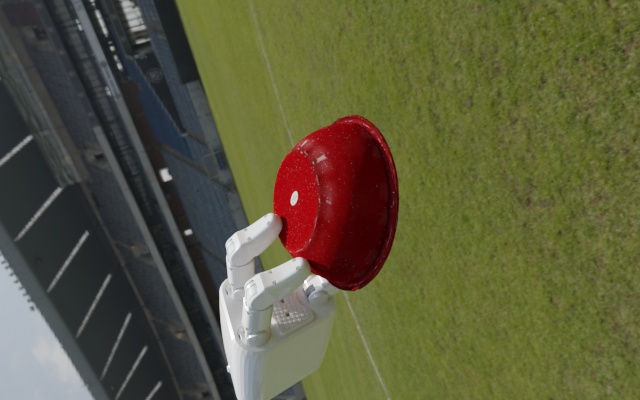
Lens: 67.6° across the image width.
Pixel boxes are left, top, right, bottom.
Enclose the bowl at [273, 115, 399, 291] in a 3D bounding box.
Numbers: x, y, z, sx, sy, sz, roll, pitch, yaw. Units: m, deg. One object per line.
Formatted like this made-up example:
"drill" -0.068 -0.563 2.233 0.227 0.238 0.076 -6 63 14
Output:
"bowl" 0.000 0.000 0.430 0.055 0.162 0.162 2 -1 -29
